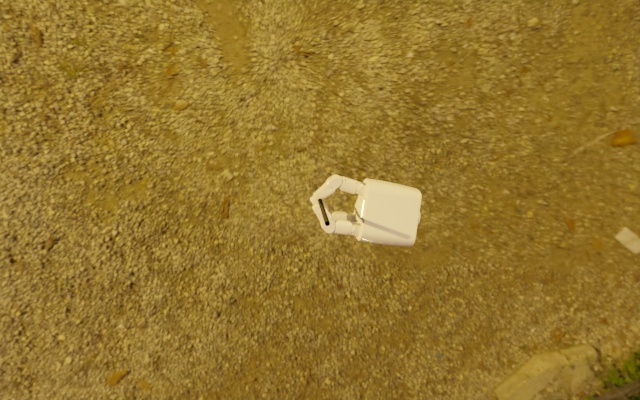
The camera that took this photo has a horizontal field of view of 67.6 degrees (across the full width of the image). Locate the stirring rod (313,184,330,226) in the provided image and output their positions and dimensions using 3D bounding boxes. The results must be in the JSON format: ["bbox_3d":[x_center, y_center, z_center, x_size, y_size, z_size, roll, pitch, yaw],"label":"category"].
[{"bbox_3d":[0.000,0.003,0.867,0.011,0.011,0.239,0,16,-5],"label":"stirring rod"}]
